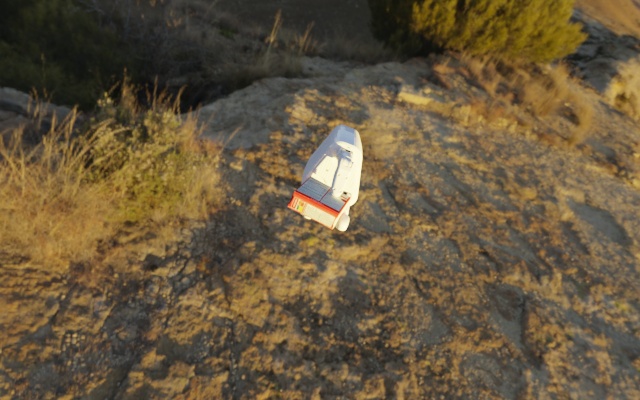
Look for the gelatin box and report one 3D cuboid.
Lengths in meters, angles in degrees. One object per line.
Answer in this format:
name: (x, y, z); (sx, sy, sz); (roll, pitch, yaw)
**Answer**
gelatin box: (0.000, 0.002, 0.713); (0.073, 0.030, 0.089); (27, 21, 5)
